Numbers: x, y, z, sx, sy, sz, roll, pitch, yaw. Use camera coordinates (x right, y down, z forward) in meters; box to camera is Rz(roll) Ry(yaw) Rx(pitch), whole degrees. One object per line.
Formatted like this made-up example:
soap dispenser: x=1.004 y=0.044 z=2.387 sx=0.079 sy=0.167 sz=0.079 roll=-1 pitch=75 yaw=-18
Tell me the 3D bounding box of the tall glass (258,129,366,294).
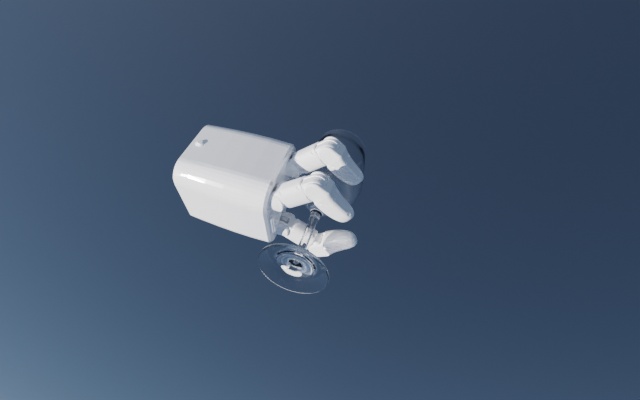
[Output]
tall glass: x=0.000 y=0.002 z=0.537 sx=0.079 sy=0.079 sz=0.201 roll=0 pitch=42 yaw=22
